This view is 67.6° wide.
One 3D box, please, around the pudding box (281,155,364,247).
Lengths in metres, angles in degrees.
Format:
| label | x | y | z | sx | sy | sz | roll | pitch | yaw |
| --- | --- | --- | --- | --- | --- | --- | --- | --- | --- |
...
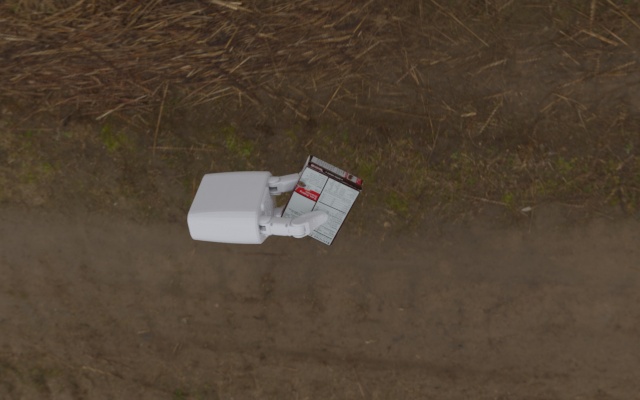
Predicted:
| label | x | y | z | sx | sy | sz | roll | pitch | yaw |
| --- | --- | --- | --- | --- | --- | --- | --- | --- | --- |
| pudding box | 0.000 | 0.002 | 0.709 | 0.090 | 0.113 | 0.039 | 25 | 31 | -4 |
